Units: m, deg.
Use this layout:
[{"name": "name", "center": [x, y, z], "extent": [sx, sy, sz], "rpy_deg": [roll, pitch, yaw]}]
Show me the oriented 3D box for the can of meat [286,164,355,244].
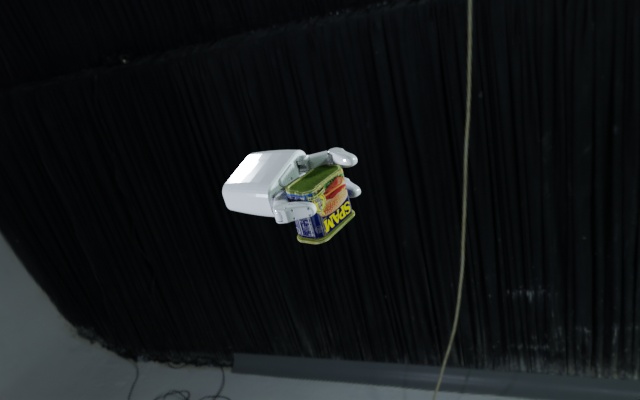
[{"name": "can of meat", "center": [0.000, 0.002, 0.713], "extent": [0.057, 0.084, 0.102], "rpy_deg": [5, 31, 38]}]
